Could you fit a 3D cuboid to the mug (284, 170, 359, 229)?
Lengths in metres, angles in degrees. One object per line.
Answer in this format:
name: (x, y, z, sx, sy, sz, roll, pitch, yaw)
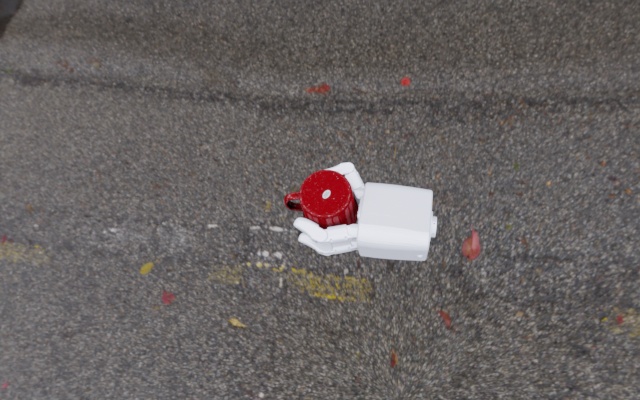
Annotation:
mug: (-0.001, 0.002, 0.755, 0.117, 0.093, 0.081, 5, -22, 10)
